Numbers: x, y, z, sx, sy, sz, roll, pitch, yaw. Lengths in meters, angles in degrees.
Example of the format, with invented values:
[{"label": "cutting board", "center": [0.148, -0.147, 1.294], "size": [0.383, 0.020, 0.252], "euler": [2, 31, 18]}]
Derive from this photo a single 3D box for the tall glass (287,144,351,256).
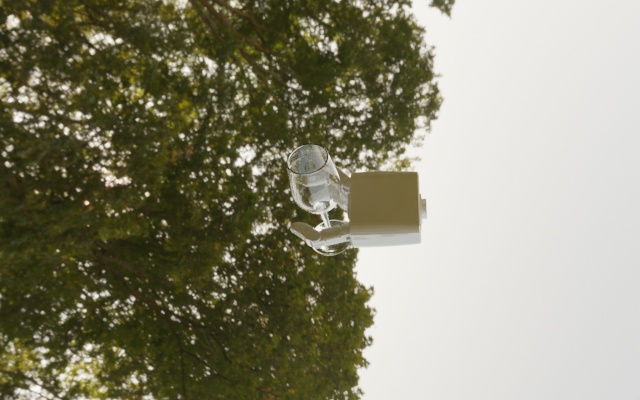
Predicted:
[{"label": "tall glass", "center": [0.000, 0.003, 0.755], "size": [0.079, 0.079, 0.201], "euler": [0, -38, 14]}]
